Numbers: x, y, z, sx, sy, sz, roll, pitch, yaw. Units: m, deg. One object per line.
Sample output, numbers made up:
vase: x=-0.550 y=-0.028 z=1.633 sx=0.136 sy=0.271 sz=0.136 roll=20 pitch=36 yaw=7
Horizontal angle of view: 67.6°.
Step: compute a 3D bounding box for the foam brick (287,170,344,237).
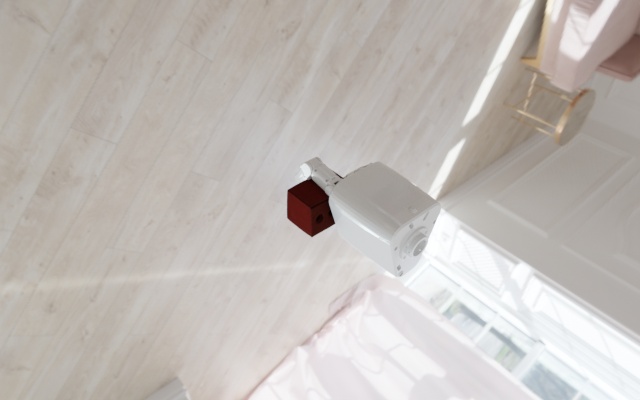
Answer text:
foam brick: x=0.000 y=0.002 z=0.642 sx=0.078 sy=0.053 sz=0.051 roll=-29 pitch=50 yaw=-30
